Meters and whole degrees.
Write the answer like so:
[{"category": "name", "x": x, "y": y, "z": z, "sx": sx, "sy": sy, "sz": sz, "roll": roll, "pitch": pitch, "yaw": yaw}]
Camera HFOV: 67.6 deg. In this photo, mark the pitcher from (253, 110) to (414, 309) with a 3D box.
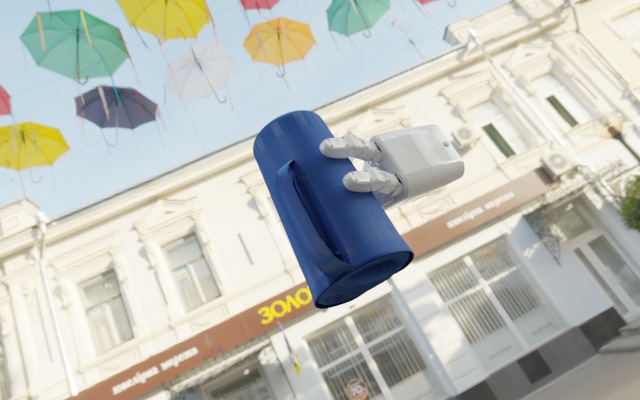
[{"category": "pitcher", "x": 0.000, "y": 0.002, "z": 0.604, "sx": 0.145, "sy": 0.242, "sz": 0.149, "roll": -17, "pitch": -27, "yaw": -24}]
